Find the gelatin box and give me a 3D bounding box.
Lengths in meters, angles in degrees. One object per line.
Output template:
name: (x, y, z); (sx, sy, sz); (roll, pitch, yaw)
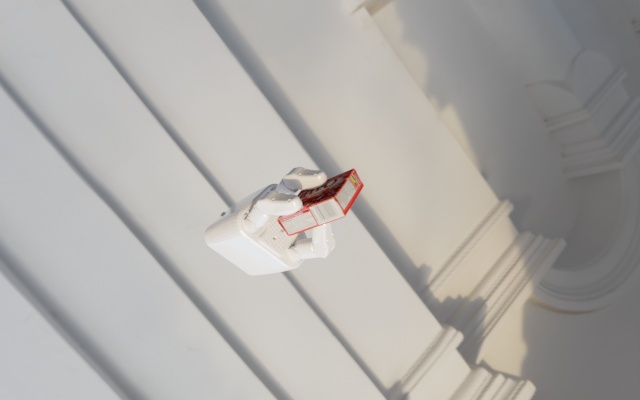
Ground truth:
gelatin box: (0.001, 0.002, 0.576); (0.089, 0.030, 0.073); (-21, 19, 34)
